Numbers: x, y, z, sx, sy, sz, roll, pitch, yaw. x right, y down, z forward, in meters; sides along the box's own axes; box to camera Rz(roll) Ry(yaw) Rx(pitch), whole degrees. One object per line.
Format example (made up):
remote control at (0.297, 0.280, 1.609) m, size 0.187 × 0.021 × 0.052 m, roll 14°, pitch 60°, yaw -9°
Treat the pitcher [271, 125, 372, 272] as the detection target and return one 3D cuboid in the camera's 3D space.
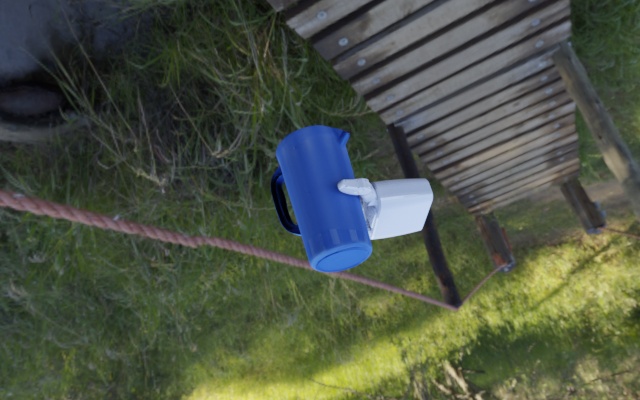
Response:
pitcher at (0.000, 0.003, 0.852) m, size 0.145 × 0.242 × 0.149 m, roll -7°, pitch -29°, yaw -14°
